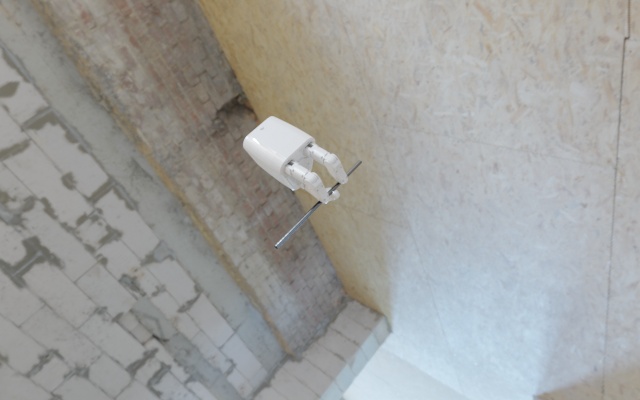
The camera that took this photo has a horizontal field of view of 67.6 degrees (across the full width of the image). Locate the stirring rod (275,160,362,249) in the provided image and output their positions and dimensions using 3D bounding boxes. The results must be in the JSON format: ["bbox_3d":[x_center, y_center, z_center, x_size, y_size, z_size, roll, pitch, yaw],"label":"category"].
[{"bbox_3d":[0.000,0.003,0.876,0.239,0.011,0.011,-45,22,-24],"label":"stirring rod"}]
